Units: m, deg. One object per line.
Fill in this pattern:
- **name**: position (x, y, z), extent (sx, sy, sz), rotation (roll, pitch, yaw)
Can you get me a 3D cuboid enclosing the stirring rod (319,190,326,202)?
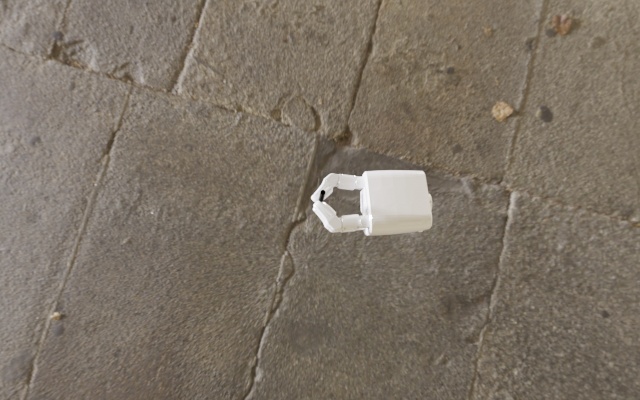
- **stirring rod**: position (0.000, 0.003, 0.831), extent (0.011, 0.011, 0.239), rotation (0, -7, -2)
